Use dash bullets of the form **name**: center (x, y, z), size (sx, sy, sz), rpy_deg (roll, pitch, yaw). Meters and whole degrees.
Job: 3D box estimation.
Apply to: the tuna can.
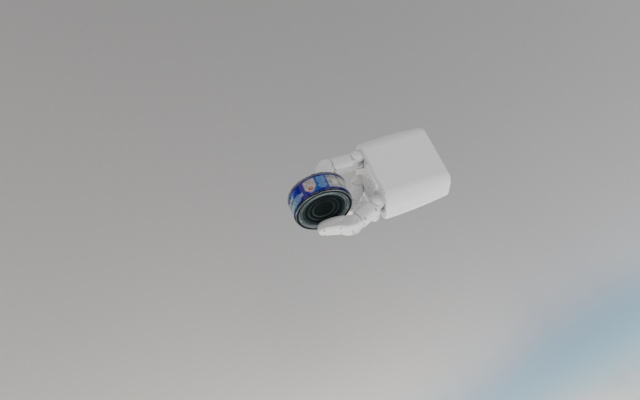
- **tuna can**: center (0.000, 0.003, 0.660), size (0.086, 0.033, 0.086), rpy_deg (-15, -38, -12)
